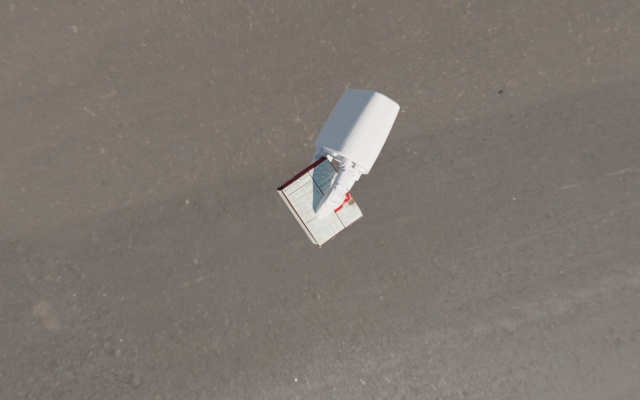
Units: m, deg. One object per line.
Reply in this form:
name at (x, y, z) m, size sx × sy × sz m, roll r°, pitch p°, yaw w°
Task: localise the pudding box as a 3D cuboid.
pudding box at (0.000, 0.002, 0.738) m, size 0.090 × 0.113 × 0.039 m, roll -35°, pitch 11°, yaw -9°
